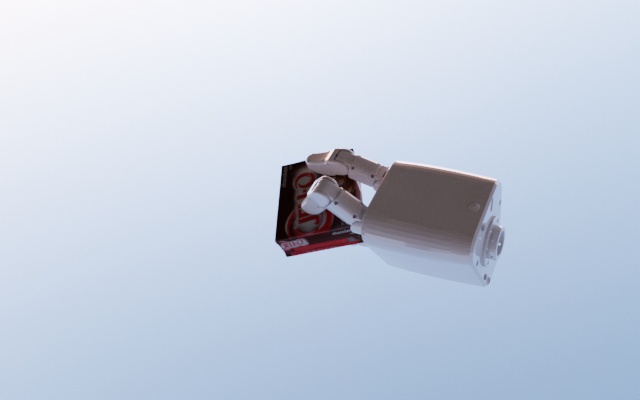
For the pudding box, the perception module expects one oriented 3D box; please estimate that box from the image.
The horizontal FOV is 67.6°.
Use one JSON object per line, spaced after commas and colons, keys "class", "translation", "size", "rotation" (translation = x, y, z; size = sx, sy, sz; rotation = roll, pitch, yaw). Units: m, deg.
{"class": "pudding box", "translation": [0.000, 0.002, 0.528], "size": [0.090, 0.113, 0.039], "rotation": [-12, -44, 14]}
